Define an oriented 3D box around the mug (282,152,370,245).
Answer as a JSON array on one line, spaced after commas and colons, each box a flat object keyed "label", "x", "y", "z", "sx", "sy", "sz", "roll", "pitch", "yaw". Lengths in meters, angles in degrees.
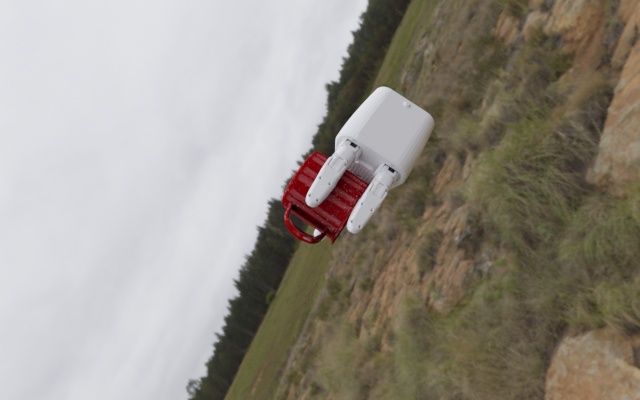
[{"label": "mug", "x": -0.001, "y": 0.003, "z": 0.581, "sx": 0.081, "sy": 0.117, "sz": 0.093, "roll": 34, "pitch": -32, "yaw": 5}]
